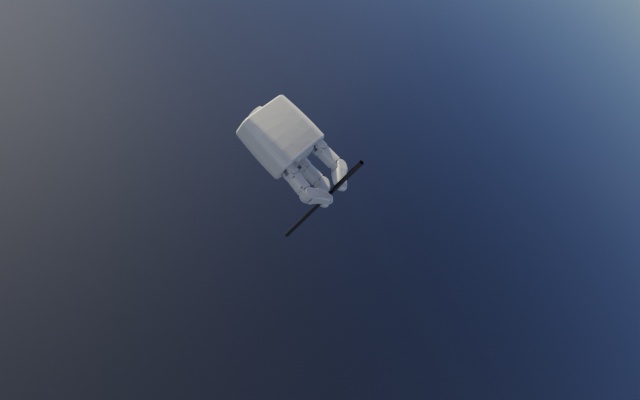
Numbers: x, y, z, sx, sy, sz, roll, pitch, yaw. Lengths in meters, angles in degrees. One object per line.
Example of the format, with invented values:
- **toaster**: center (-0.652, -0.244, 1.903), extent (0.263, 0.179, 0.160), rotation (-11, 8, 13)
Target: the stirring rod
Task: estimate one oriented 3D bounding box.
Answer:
- **stirring rod**: center (0.000, 0.003, 0.836), extent (0.011, 0.011, 0.240), rotation (0, -32, -40)
